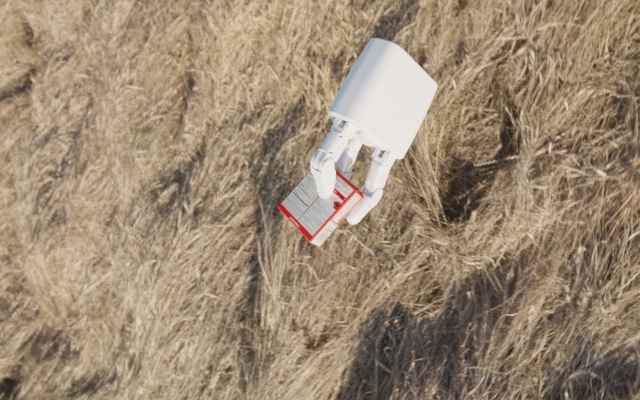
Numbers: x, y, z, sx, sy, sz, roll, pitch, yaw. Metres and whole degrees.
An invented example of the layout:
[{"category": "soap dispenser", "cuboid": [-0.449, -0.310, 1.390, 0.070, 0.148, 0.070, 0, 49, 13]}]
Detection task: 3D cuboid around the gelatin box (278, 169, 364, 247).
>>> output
[{"category": "gelatin box", "cuboid": [0.000, 0.002, 0.609, 0.073, 0.089, 0.030, 44, 4, 32]}]
